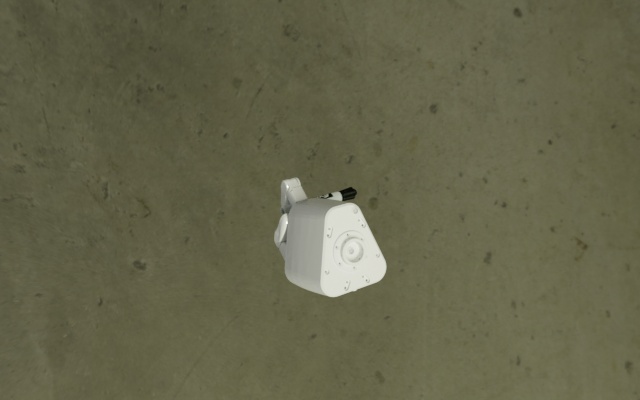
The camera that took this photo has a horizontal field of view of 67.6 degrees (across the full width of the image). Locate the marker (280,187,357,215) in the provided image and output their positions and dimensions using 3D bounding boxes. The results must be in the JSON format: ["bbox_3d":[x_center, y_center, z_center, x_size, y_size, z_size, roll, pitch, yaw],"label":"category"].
[{"bbox_3d":[0.000,0.002,0.695,0.121,0.020,0.020,-16,7,-24],"label":"marker"}]
